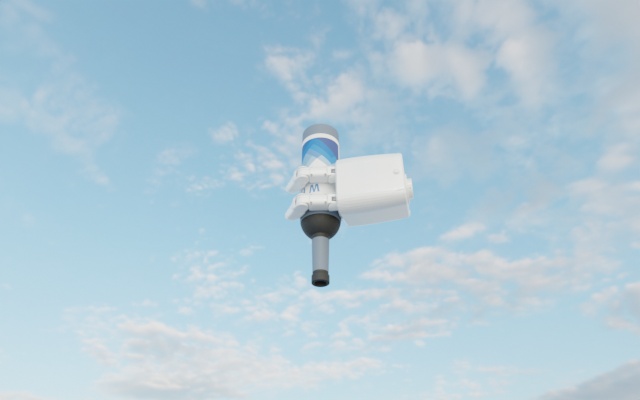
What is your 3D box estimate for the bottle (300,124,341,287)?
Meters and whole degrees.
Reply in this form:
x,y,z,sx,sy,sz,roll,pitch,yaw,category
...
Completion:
x,y,z,sx,sy,sz,roll,pitch,yaw,category
0.000,0.002,0.791,0.069,0.295,0.069,0,-35,0,bottle
